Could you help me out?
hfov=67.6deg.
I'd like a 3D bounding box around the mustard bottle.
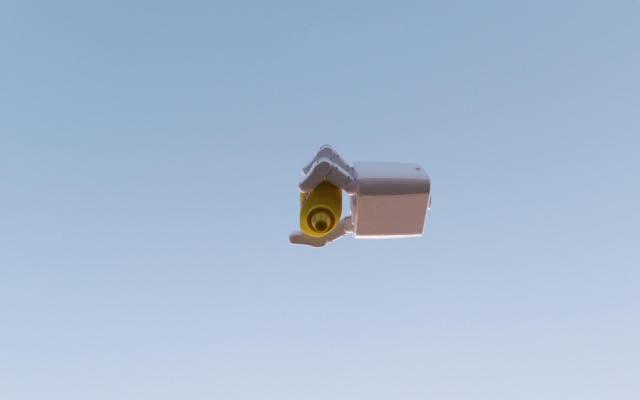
[{"bbox_3d":[0.000,0.002,0.727,0.058,0.096,0.191,23,18,-9],"label":"mustard bottle"}]
